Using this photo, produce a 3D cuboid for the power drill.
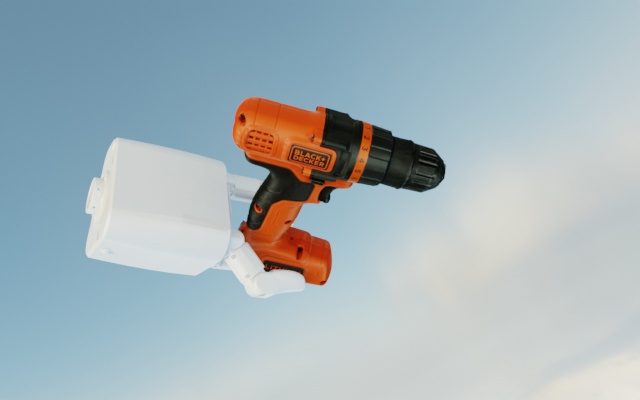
[{"bbox_3d":[0.000,0.002,0.449,0.184,0.188,0.057,15,41,-7],"label":"power drill"}]
